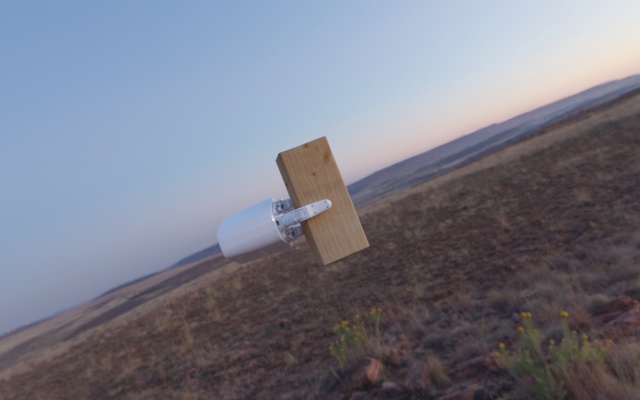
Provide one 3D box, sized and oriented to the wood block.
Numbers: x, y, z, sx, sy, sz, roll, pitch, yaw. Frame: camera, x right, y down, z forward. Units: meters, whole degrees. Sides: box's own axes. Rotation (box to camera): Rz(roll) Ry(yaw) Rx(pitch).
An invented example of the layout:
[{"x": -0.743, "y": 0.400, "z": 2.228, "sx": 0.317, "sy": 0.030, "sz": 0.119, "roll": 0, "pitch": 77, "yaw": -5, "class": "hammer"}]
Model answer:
[{"x": 0.000, "y": 0.003, "z": 0.854, "sx": 0.090, "sy": 0.206, "sz": 0.091, "roll": -22, "pitch": 0, "yaw": -10, "class": "wood block"}]
